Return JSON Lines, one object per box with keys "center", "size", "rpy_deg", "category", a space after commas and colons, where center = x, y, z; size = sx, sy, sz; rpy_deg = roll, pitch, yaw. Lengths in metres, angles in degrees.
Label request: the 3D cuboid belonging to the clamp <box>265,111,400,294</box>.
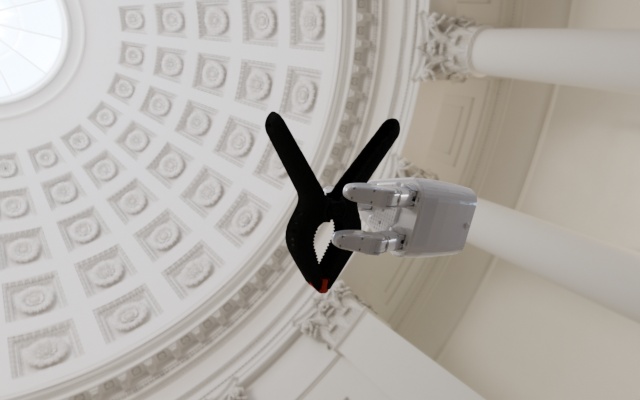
{"center": [0.000, 0.002, 0.525], "size": [0.164, 0.210, 0.036], "rpy_deg": [5, 14, -32], "category": "clamp"}
